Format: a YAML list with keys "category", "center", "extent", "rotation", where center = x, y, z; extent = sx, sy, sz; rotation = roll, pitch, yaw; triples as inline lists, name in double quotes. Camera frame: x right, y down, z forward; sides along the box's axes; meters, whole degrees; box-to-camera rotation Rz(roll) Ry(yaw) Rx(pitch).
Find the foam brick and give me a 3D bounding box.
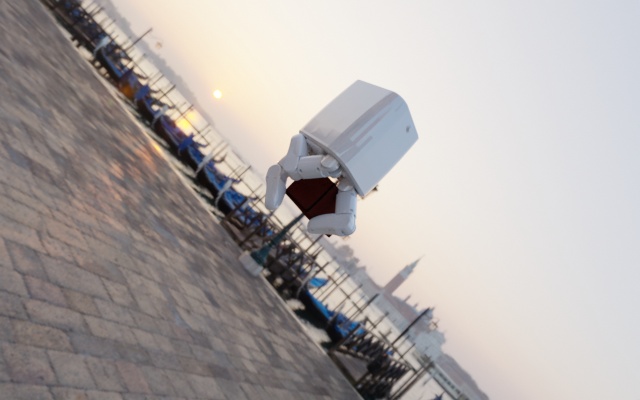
- category: "foam brick"
  center: [0.000, 0.002, 0.623]
  extent: [0.053, 0.051, 0.078]
  rotation: [41, -7, 36]
